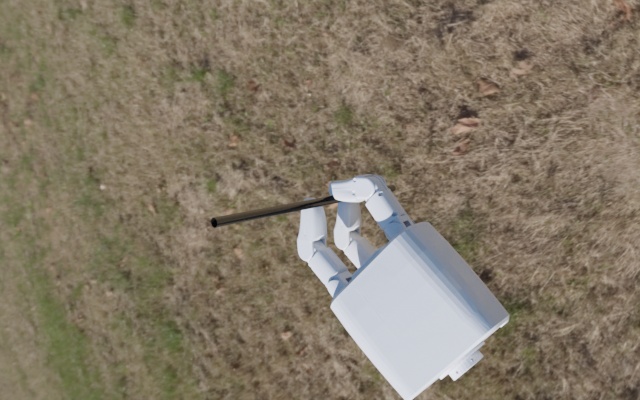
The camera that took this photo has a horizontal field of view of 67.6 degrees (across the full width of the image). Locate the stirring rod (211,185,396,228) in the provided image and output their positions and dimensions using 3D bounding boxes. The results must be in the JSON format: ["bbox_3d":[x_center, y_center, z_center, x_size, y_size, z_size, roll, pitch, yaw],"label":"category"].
[{"bbox_3d":[0.000,0.001,0.452,0.011,0.011,0.239,0,7,43],"label":"stirring rod"}]
